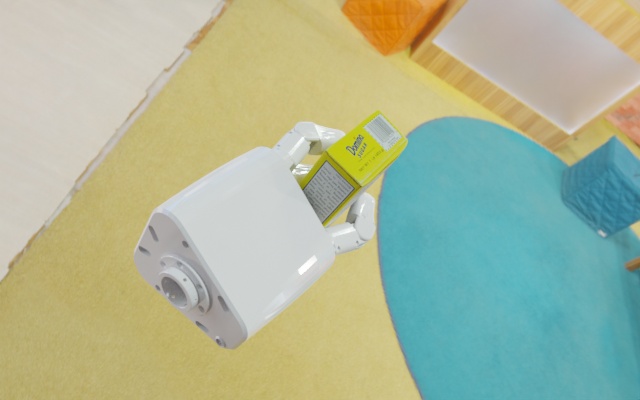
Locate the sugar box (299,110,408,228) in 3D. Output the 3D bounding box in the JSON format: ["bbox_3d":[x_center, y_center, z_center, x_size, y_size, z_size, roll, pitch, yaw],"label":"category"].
[{"bbox_3d":[0.000,0.001,0.444,0.093,0.048,0.176,-41,-3,-45],"label":"sugar box"}]
